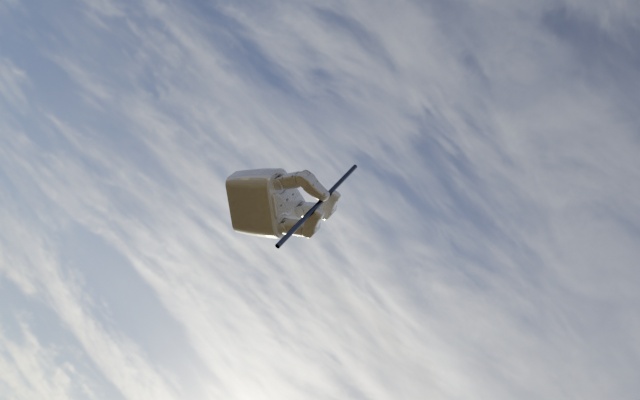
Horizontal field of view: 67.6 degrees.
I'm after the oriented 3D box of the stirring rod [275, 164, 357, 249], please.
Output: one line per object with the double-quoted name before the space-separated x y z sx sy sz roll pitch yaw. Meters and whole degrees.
"stirring rod" 0.000 0.002 0.754 0.011 0.011 0.239 0 31 36
